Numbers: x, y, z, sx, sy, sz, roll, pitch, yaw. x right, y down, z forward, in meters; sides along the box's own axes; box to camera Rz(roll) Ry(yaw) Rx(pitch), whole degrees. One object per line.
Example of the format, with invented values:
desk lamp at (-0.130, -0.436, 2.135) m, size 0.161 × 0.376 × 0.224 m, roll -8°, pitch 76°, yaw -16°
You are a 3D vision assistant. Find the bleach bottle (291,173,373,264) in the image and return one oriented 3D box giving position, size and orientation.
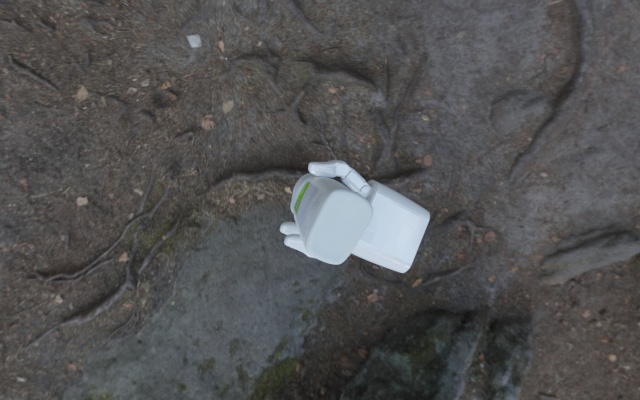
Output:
bleach bottle at (0.000, 0.002, 0.717) m, size 0.068 × 0.102 × 0.250 m, roll 25°, pitch 10°, yaw -17°
